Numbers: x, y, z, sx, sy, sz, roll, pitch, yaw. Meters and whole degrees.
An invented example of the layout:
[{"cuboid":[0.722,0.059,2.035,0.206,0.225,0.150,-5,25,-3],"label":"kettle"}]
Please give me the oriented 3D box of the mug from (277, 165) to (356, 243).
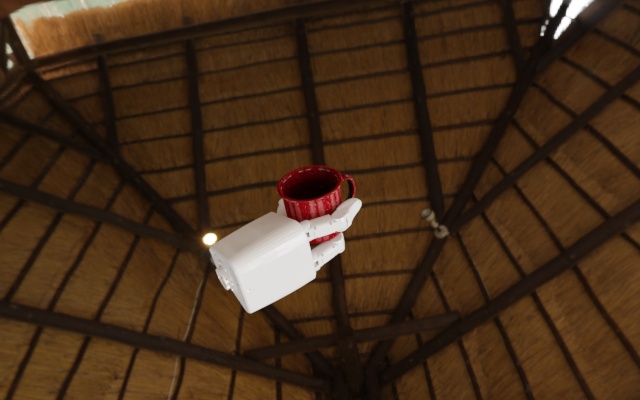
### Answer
[{"cuboid":[0.001,0.002,0.694,0.117,0.082,0.093,-27,37,-22],"label":"mug"}]
